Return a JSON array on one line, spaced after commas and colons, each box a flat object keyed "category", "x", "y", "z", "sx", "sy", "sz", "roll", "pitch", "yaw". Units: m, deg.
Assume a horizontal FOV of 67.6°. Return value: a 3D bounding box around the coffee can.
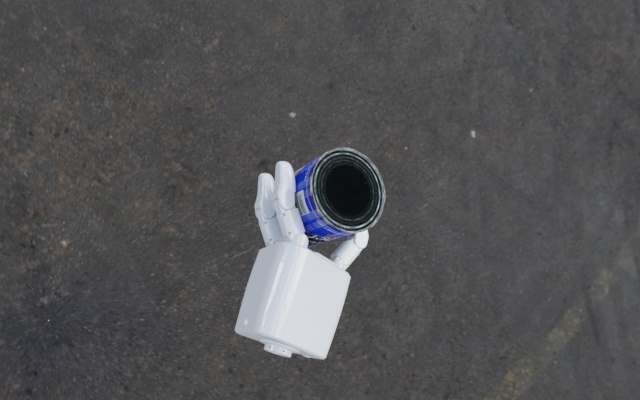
[{"category": "coffee can", "x": 0.000, "y": 0.002, "z": 0.611, "sx": 0.103, "sy": 0.102, "sz": 0.140, "roll": 0, "pitch": -12, "yaw": -30}]
